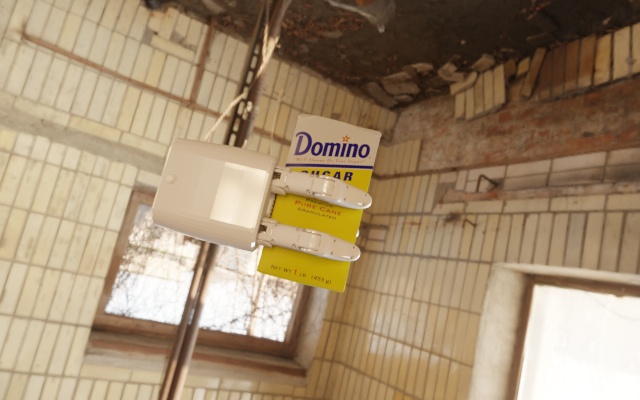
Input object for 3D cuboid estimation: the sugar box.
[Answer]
[{"bbox_3d":[0.000,0.002,0.510,0.093,0.176,0.048,13,-9,1],"label":"sugar box"}]
